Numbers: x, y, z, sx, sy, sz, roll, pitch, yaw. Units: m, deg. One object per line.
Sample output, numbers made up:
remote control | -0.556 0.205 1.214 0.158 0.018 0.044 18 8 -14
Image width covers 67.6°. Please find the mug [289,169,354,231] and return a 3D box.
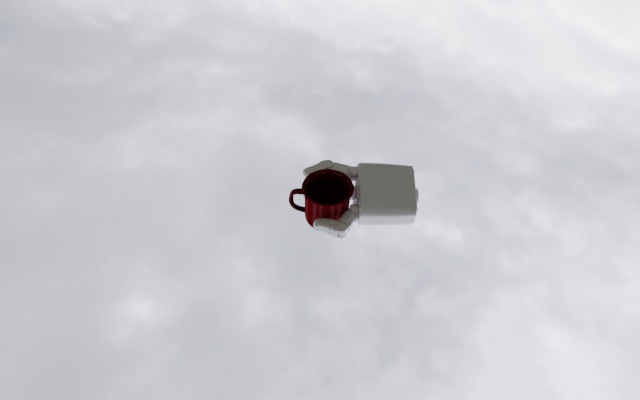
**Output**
mug | -0.001 0.003 0.874 0.117 0.093 0.082 2 -43 0
